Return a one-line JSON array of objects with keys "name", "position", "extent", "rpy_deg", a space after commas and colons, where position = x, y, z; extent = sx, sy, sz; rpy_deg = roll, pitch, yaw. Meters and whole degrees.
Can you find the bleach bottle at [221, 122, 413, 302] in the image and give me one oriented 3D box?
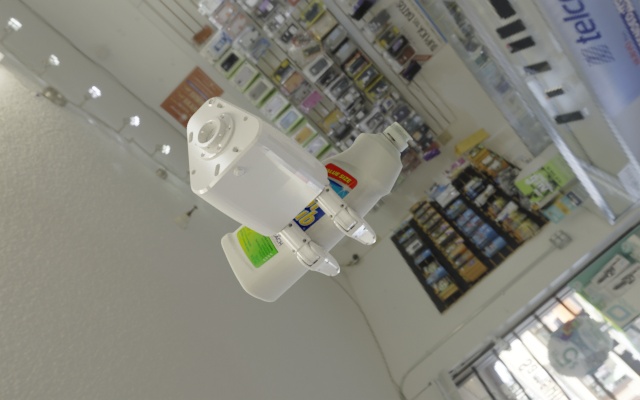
[{"name": "bleach bottle", "position": [0.000, 0.002, 0.559], "extent": [0.068, 0.251, 0.102], "rpy_deg": [36, 14, -49]}]
